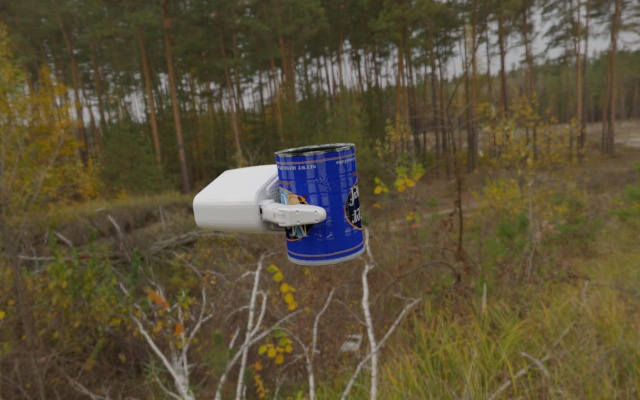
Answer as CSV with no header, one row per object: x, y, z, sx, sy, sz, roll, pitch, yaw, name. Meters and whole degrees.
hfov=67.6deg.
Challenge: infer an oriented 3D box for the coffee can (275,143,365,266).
0.000,0.002,0.618,0.103,0.140,0.103,-6,11,1,coffee can
